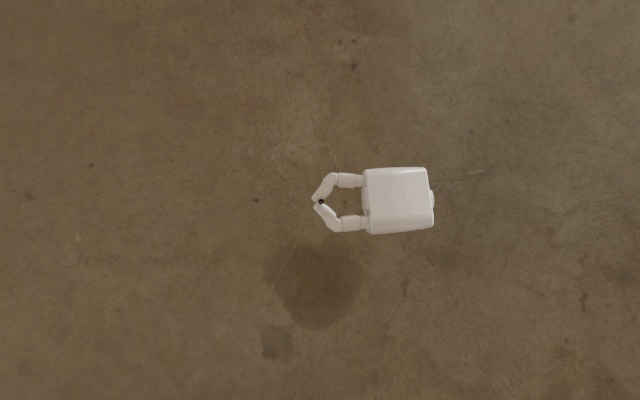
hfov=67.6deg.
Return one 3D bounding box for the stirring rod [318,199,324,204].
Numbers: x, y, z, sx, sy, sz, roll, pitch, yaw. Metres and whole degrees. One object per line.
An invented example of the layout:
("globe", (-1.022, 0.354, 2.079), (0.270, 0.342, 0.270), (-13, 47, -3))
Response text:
("stirring rod", (0.000, 0.003, 0.846), (0.011, 0.011, 0.239), (0, -1, -1))
